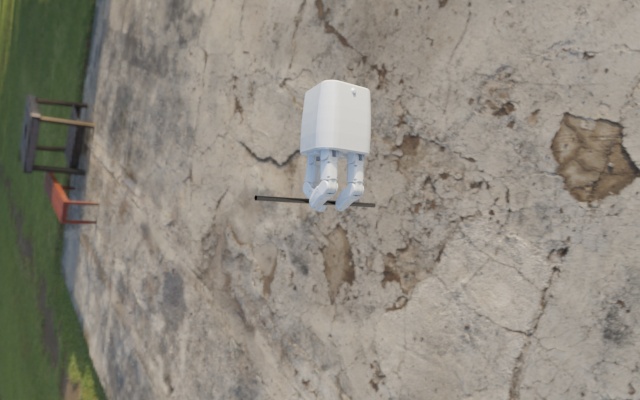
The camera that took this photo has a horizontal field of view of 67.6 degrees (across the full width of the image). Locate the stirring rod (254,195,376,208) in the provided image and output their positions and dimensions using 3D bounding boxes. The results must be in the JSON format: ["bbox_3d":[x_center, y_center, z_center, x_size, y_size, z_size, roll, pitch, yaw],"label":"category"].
[{"bbox_3d":[0.000,0.002,0.769,0.239,0.011,0.011,4,-2,-38],"label":"stirring rod"}]
